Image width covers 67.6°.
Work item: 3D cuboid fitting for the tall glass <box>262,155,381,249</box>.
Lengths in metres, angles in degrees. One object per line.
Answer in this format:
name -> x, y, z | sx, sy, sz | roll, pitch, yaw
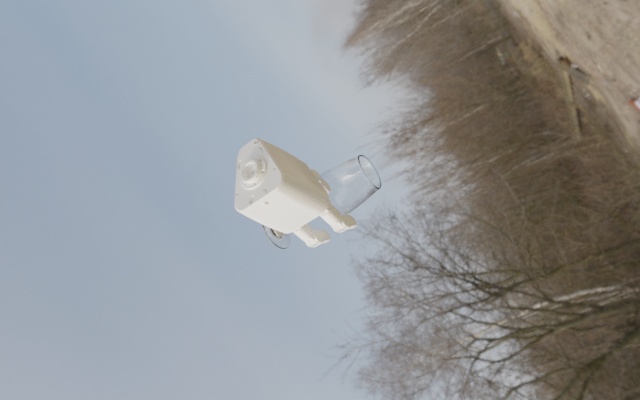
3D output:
tall glass -> 0.000, 0.003, 0.784 | 0.201, 0.079, 0.079 | -32, -14, 24
